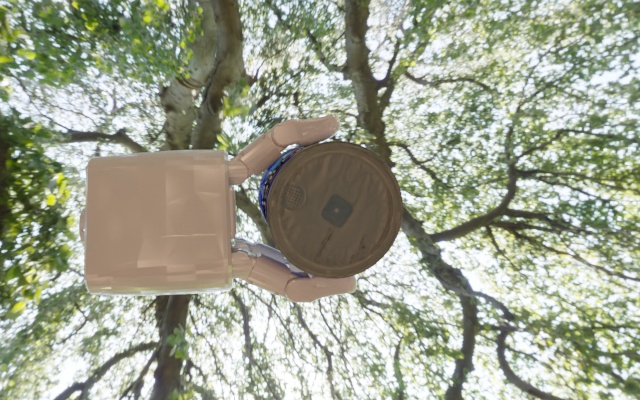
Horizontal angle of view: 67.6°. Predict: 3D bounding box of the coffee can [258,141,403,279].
[{"bbox_3d":[0.000,0.001,0.418,0.103,0.103,0.140,0,5,-10],"label":"coffee can"}]
